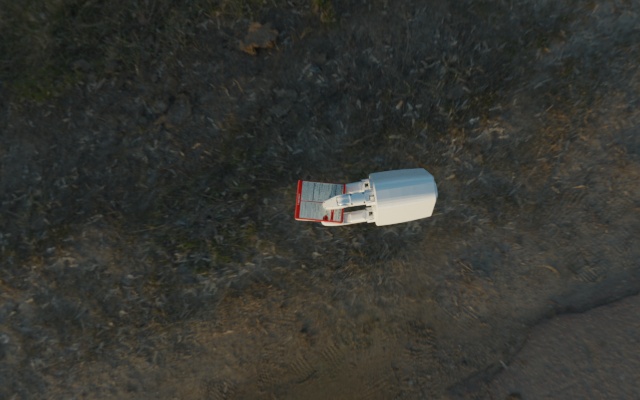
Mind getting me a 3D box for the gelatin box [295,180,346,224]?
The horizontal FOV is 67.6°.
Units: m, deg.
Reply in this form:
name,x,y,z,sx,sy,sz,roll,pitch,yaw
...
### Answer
name,x,y,z,sx,sy,sz,roll,pitch,yaw
gelatin box,0.000,0.003,0.884,0.089,0.073,0.030,5,-5,0
